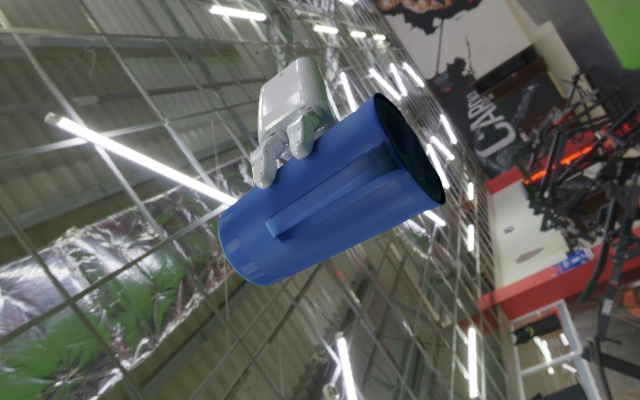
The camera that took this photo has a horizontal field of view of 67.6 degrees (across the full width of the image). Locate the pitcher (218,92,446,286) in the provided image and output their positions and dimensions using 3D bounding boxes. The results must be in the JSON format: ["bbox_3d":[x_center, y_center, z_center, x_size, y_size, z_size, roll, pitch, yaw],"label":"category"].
[{"bbox_3d":[0.000,0.002,0.525,0.243,0.145,0.149,-32,-46,23],"label":"pitcher"}]
